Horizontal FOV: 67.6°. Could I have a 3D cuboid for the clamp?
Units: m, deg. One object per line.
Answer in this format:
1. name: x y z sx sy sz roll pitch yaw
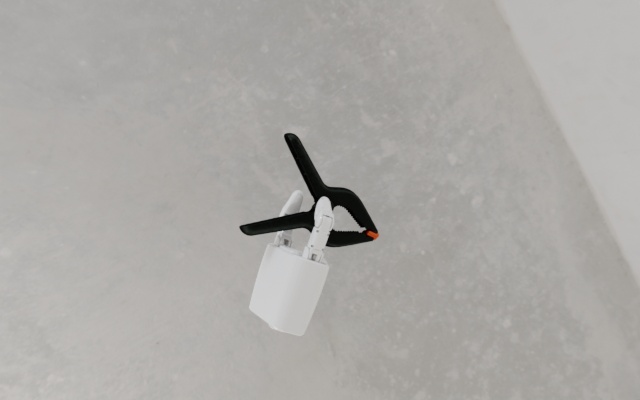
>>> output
1. clamp: 0.001 0.003 0.729 0.210 0.164 0.036 20 -2 -17
